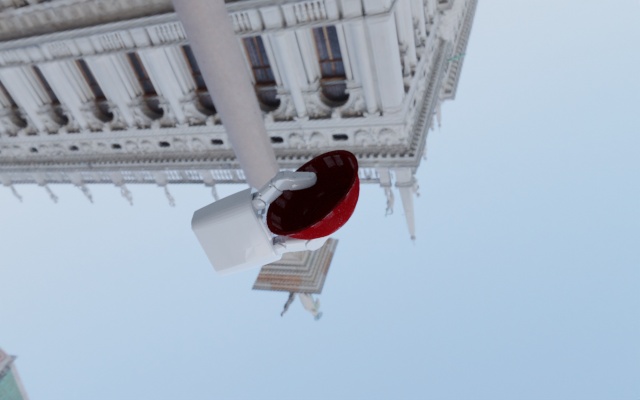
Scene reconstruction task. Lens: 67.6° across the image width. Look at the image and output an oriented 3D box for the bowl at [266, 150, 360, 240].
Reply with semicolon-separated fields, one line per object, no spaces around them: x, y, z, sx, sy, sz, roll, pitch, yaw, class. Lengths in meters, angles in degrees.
0.001;0.002;0.693;0.162;0.162;0.055;0;-40;49;bowl
